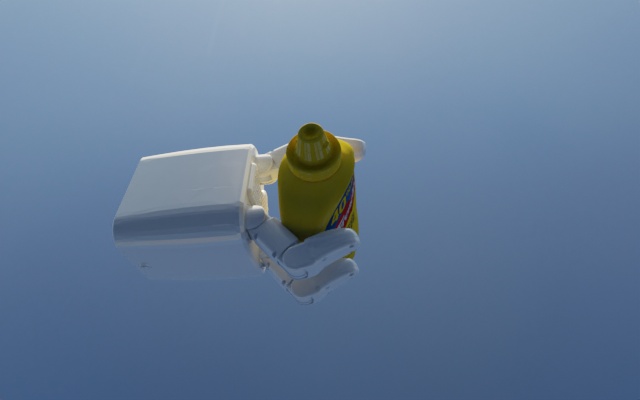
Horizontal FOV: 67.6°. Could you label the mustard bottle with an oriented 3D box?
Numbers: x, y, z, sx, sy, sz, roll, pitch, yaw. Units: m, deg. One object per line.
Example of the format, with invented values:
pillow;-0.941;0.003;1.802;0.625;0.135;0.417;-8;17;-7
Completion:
mustard bottle;0.000;0.002;0.412;0.058;0.096;0.192;17;-28;15
